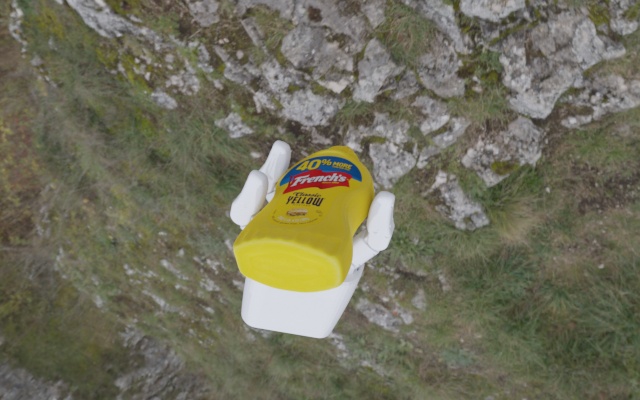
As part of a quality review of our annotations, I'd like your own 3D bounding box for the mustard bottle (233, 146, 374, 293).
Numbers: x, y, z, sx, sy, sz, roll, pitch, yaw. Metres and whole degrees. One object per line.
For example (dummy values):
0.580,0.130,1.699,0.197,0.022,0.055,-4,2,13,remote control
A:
0.000,0.001,0.456,0.096,0.058,0.191,3,35,20,mustard bottle
